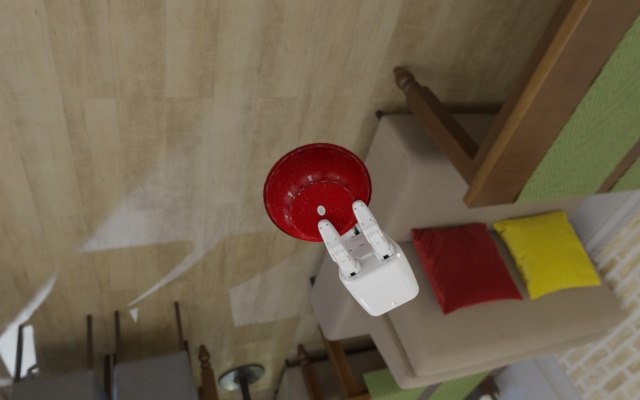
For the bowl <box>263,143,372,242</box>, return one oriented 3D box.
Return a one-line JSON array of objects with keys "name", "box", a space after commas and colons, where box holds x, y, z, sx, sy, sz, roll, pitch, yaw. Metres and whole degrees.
[{"name": "bowl", "box": [-0.001, 0.002, 0.679, 0.162, 0.162, 0.055, 0, 27, -9]}]
